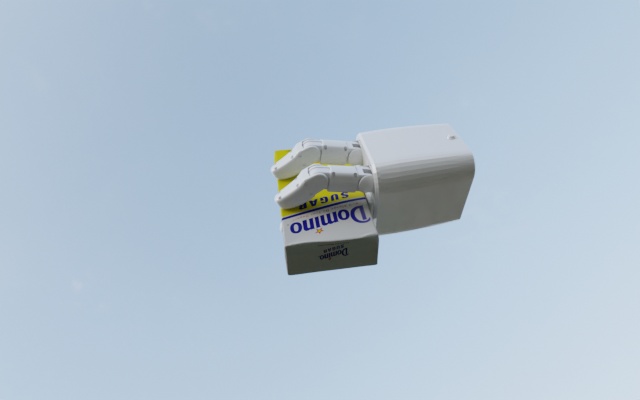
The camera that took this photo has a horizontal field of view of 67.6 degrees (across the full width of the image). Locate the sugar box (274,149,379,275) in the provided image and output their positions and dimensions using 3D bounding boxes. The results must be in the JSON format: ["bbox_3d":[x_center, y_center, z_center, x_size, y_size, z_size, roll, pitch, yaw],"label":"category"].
[{"bbox_3d":[0.000,0.001,0.525,0.093,0.048,0.176,-7,35,-6],"label":"sugar box"}]
